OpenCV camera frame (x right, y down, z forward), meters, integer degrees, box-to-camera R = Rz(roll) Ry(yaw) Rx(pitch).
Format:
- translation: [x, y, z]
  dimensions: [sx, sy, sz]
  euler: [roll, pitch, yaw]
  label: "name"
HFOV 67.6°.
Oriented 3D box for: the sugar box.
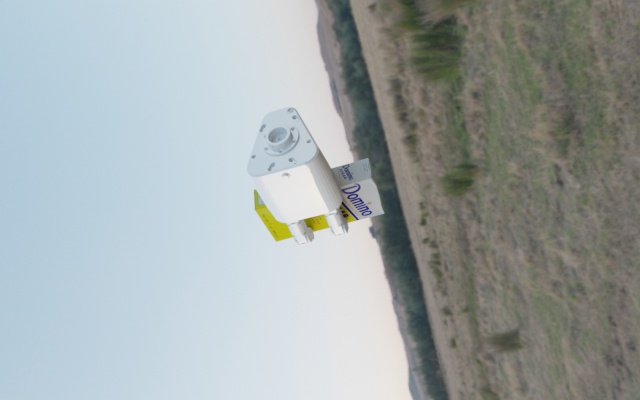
- translation: [0.000, 0.003, 0.709]
  dimensions: [0.176, 0.048, 0.093]
  euler: [-14, -39, 10]
  label: "sugar box"
